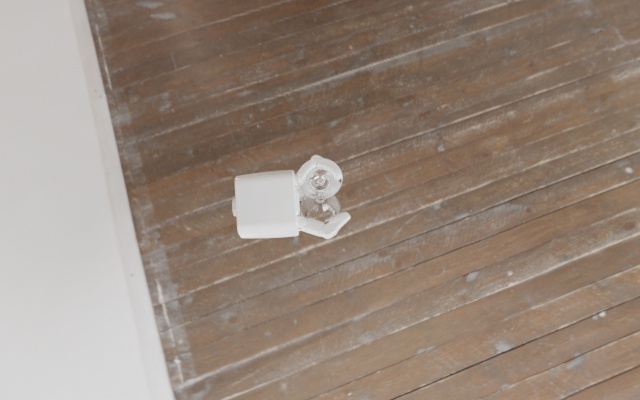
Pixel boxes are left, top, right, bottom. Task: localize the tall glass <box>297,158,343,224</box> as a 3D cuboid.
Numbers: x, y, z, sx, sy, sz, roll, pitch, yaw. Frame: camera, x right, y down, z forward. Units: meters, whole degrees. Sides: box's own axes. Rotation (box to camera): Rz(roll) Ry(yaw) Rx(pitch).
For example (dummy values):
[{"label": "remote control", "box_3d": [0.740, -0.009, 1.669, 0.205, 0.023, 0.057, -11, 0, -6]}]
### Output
[{"label": "tall glass", "box_3d": [0.000, 0.003, 0.863, 0.079, 0.079, 0.201, 0, -23, 1]}]
